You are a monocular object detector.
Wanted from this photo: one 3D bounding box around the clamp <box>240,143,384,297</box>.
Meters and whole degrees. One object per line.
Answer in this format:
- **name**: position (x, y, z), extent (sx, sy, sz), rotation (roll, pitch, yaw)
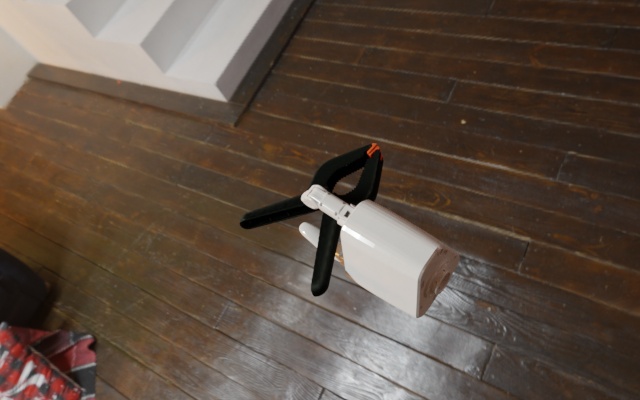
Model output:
- **clamp**: position (0.000, 0.001, 0.633), extent (0.164, 0.210, 0.036), rotation (30, -15, 30)
